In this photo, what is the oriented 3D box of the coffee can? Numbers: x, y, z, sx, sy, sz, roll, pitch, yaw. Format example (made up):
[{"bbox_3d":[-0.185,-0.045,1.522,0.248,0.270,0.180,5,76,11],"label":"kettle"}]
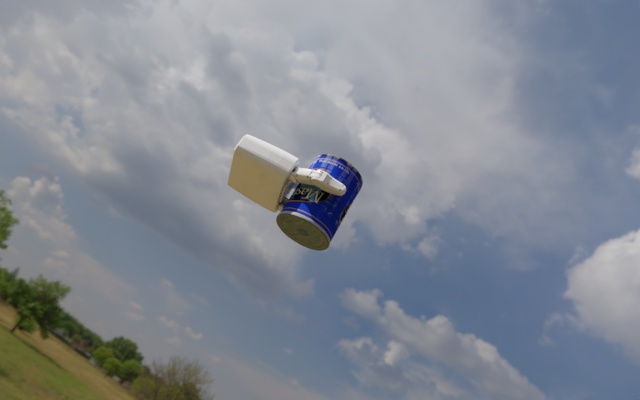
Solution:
[{"bbox_3d":[0.000,0.003,0.847,0.103,0.140,0.103,24,-29,14],"label":"coffee can"}]
